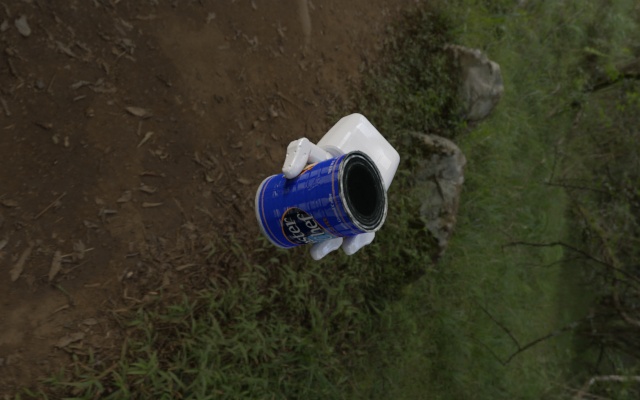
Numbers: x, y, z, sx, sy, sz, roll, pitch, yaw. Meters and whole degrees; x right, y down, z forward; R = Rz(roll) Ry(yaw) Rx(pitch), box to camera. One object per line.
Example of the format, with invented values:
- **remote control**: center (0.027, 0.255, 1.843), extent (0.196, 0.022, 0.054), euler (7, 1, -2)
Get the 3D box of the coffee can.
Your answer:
- **coffee can**: center (0.000, 0.002, 0.618), extent (0.140, 0.103, 0.103), euler (-14, -9, 37)
